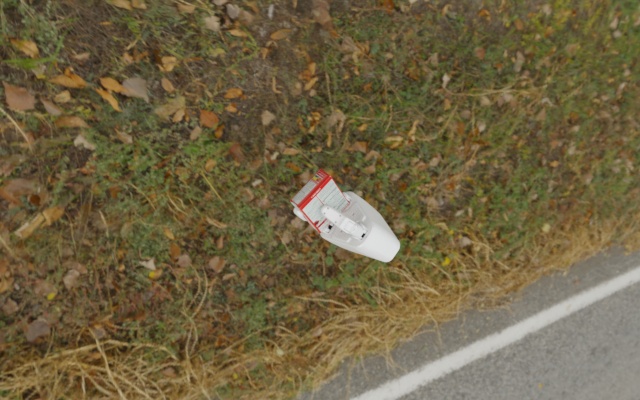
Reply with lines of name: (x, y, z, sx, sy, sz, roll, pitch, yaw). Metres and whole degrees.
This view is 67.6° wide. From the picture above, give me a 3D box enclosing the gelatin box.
gelatin box: (0.000, 0.003, 0.784, 0.030, 0.073, 0.089, 38, -9, 40)
